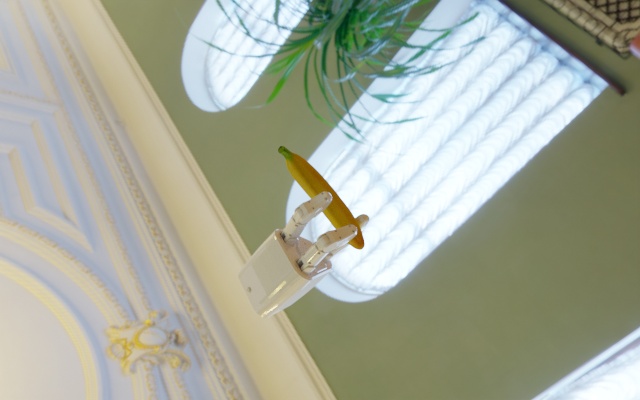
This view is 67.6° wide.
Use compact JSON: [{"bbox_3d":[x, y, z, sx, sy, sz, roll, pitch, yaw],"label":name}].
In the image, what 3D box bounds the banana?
[{"bbox_3d":[0.004,-0.003,0.744,0.037,0.198,0.069,-43,-6,19],"label":"banana"}]
